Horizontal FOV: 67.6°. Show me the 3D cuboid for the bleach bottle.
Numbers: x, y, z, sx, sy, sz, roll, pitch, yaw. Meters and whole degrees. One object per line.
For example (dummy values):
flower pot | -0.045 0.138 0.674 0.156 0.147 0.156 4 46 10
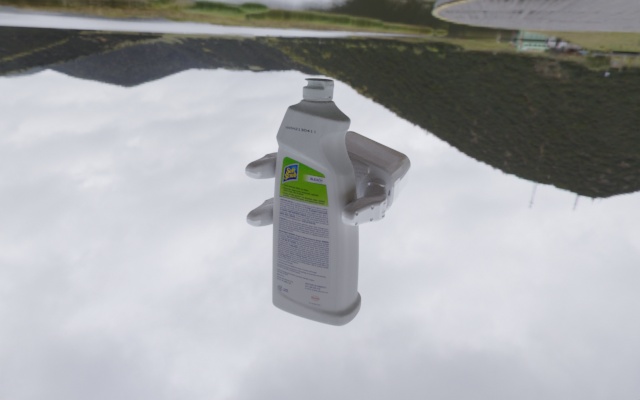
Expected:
bleach bottle | 0.000 0.002 0.504 0.102 0.251 0.068 11 20 21
